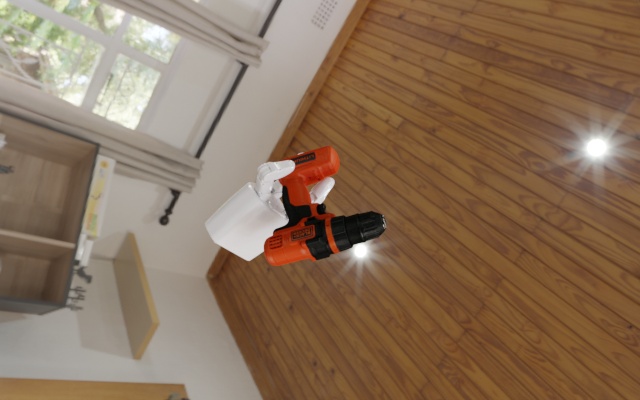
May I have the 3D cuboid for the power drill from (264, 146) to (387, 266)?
[{"bbox_3d":[0.000,0.002,0.736,0.184,0.187,0.057,-15,-42,11],"label":"power drill"}]
